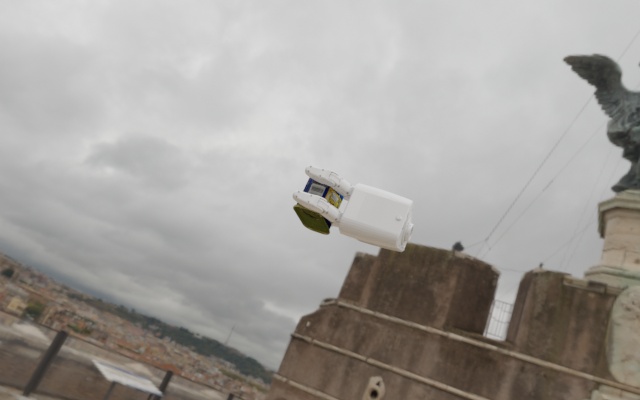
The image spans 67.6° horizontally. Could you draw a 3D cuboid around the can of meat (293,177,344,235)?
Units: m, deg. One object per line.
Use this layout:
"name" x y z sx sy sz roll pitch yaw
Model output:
"can of meat" 0.000 0.003 0.886 0.057 0.084 0.102 16 -22 22
